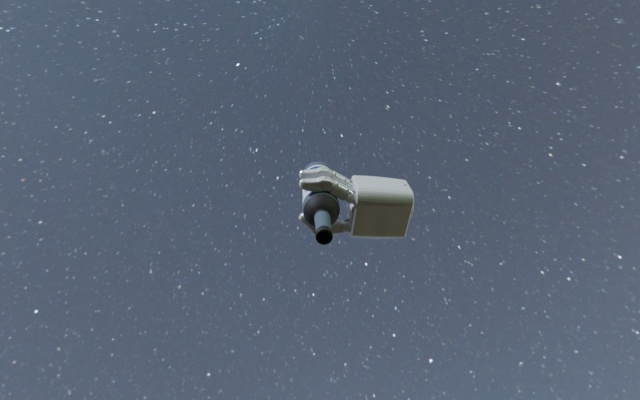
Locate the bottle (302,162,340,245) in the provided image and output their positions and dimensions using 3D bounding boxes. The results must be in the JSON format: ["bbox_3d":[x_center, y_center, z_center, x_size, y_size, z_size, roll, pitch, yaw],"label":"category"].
[{"bbox_3d":[0.000,0.003,0.886,0.069,0.069,0.295,0,22,-2],"label":"bottle"}]
